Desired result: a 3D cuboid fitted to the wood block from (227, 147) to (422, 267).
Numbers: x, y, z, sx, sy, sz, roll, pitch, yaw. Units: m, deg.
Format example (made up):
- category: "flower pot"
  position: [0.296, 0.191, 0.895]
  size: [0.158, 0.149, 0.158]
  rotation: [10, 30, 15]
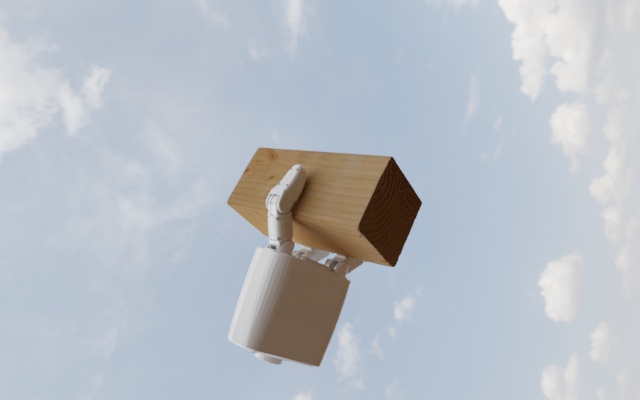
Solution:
- category: "wood block"
  position: [0.000, 0.002, 0.568]
  size: [0.206, 0.090, 0.091]
  rotation: [9, -27, 41]
